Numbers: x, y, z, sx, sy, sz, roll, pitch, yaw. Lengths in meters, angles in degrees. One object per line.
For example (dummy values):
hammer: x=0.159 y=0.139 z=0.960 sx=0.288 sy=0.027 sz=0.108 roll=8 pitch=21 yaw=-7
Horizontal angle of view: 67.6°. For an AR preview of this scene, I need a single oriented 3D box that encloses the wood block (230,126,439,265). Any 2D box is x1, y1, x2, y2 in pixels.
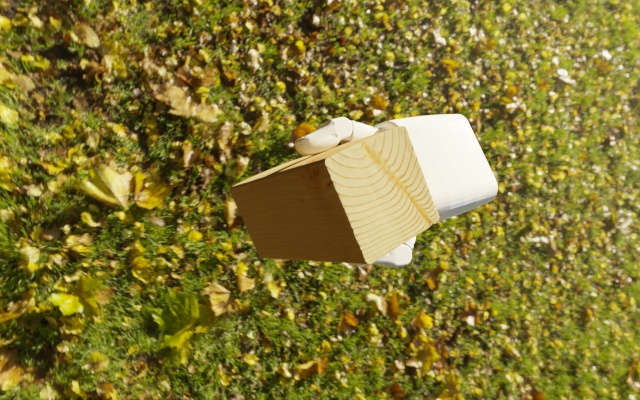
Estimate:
wood block: x=0.000 y=0.001 z=0.469 sx=0.090 sy=0.091 sz=0.206 roll=-26 pitch=9 yaw=-30
